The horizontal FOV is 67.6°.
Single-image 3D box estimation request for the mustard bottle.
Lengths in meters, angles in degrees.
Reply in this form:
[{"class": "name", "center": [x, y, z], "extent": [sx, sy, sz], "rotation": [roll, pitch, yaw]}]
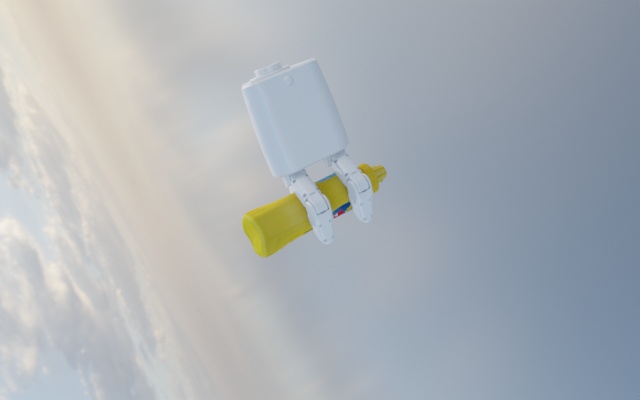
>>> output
[{"class": "mustard bottle", "center": [0.000, 0.002, 0.591], "extent": [0.191, 0.058, 0.096], "rotation": [-27, -6, -18]}]
